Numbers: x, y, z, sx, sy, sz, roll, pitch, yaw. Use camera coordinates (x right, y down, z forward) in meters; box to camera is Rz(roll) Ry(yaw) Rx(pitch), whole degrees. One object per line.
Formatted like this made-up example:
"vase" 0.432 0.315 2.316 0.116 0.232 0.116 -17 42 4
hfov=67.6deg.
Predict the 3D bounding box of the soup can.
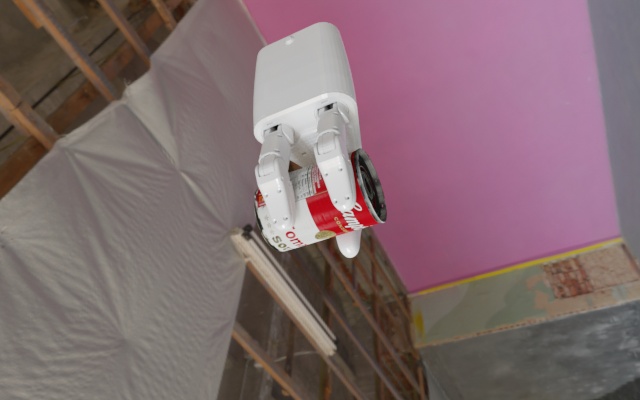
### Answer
"soup can" 0.000 0.002 0.430 0.102 0.068 0.068 -18 -6 18
